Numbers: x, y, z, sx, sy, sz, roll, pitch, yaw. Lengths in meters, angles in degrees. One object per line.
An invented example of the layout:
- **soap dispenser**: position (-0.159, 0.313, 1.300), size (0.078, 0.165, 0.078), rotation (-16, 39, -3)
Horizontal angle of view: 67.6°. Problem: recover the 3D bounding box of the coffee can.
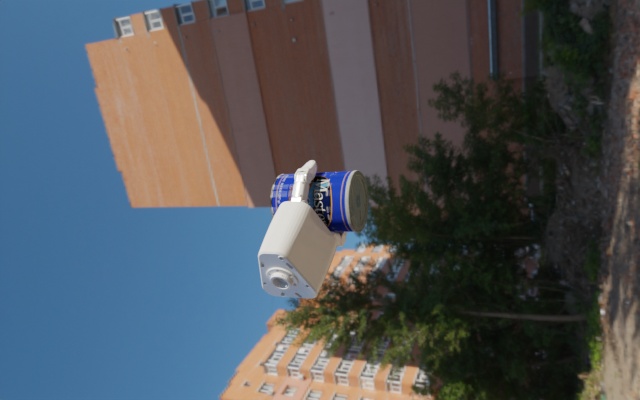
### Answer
- **coffee can**: position (0.000, 0.002, 0.814), size (0.140, 0.103, 0.103), rotation (-1, -1, 23)
